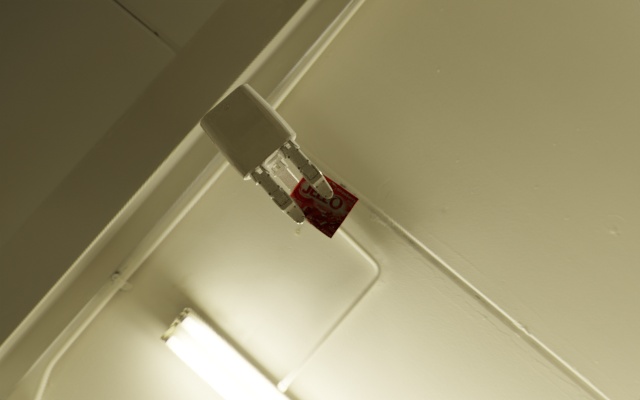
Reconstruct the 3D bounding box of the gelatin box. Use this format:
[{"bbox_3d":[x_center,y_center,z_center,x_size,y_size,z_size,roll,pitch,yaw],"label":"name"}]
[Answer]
[{"bbox_3d":[0.000,0.003,0.714,0.089,0.073,0.030,35,-3,-3],"label":"gelatin box"}]
